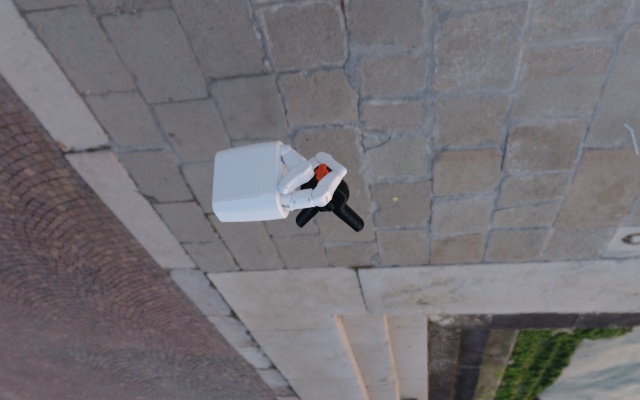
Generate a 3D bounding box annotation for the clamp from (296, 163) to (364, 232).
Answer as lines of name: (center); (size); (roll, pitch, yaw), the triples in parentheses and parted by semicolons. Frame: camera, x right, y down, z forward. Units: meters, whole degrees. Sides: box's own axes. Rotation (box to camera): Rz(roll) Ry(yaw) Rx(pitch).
clamp: (0.000, 0.003, 0.788); (0.120, 0.039, 0.172); (-6, -38, 13)
